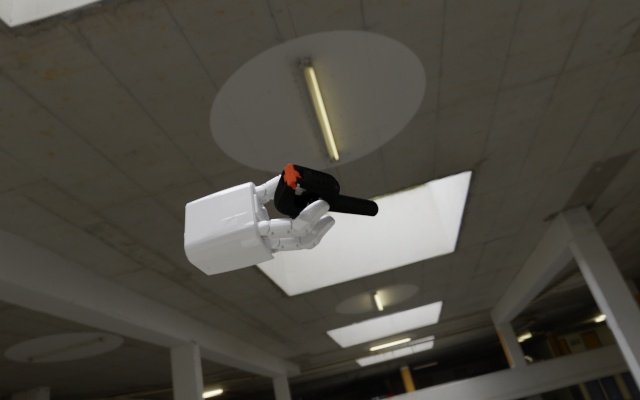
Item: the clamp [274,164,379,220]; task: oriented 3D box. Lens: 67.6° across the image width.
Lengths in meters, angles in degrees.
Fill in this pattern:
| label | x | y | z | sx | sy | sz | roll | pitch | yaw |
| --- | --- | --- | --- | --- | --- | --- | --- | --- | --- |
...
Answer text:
| label | x | y | z | sx | sy | sz | roll | pitch | yaw |
| --- | --- | --- | --- | --- | --- | --- | --- | --- | --- |
| clamp | 0.000 | 0.001 | 0.696 | 0.164 | 0.036 | 0.210 | -17 | -26 | 3 |
